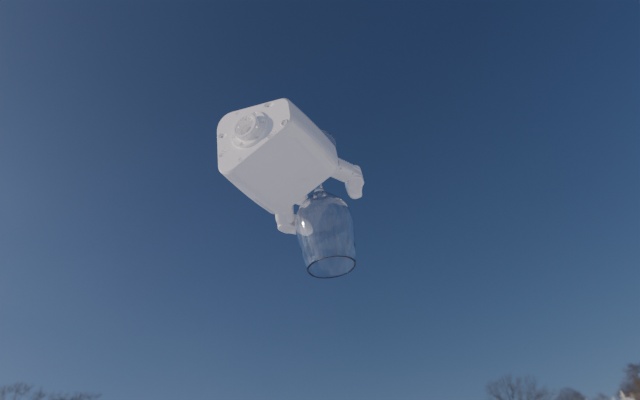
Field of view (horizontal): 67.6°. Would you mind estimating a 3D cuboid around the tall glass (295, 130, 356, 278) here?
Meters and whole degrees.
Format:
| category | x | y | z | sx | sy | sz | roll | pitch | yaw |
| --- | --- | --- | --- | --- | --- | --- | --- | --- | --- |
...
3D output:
| category | x | y | z | sx | sy | sz | roll | pitch | yaw |
| --- | --- | --- | --- | --- | --- | --- | --- | --- | --- |
| tall glass | 0.000 | 0.002 | 0.650 | 0.079 | 0.201 | 0.079 | -7 | -33 | -5 |
